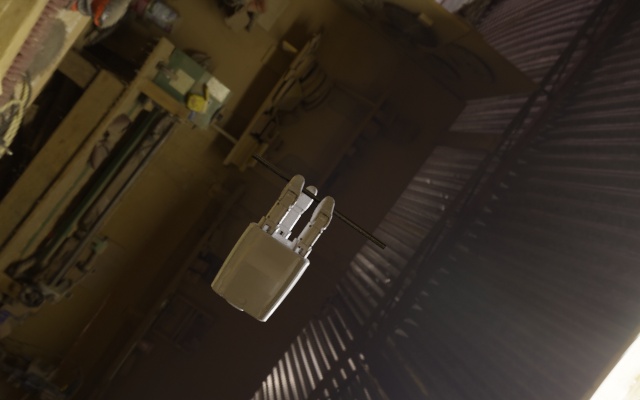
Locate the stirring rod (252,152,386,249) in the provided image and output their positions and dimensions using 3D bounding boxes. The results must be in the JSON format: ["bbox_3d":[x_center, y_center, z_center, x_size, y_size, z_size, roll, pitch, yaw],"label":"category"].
[{"bbox_3d":[0.000,0.002,0.705,0.239,0.011,0.011,35,-6,-9],"label":"stirring rod"}]
